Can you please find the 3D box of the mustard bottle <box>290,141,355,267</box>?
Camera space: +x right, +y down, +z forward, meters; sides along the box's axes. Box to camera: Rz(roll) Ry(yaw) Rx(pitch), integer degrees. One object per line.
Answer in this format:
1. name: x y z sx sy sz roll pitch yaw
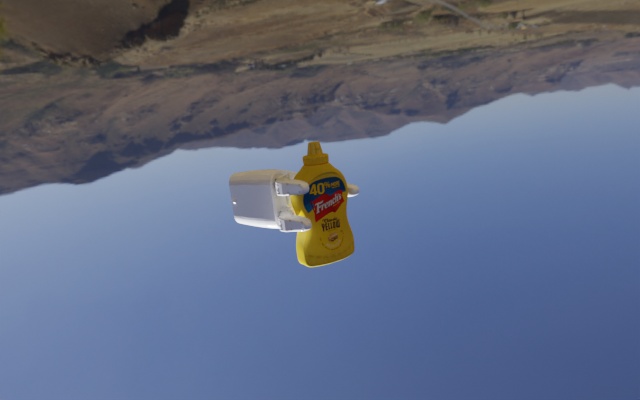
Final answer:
1. mustard bottle: 0.000 0.003 0.759 0.096 0.192 0.058 -13 13 -28
